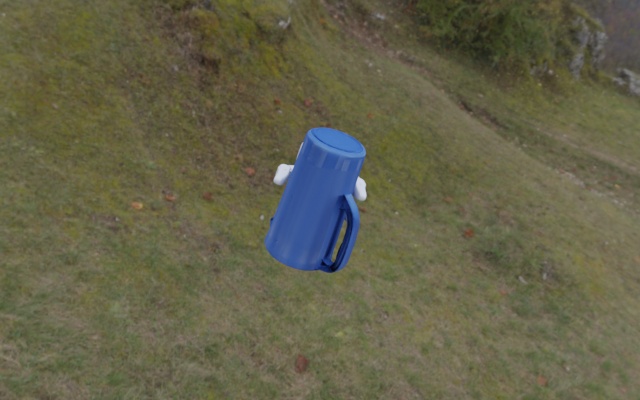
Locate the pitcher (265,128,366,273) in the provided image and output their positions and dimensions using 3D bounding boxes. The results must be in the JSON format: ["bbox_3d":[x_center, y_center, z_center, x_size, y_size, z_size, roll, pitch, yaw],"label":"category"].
[{"bbox_3d":[0.000,0.003,0.862,0.149,0.243,0.145,16,27,-8],"label":"pitcher"}]
